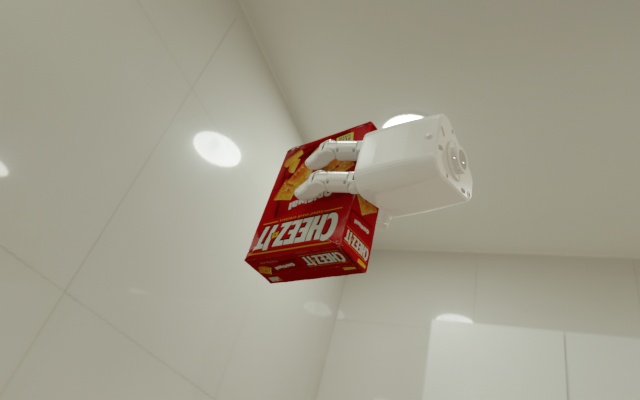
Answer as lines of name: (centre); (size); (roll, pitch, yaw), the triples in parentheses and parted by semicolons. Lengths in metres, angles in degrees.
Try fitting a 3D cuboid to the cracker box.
cracker box: (0.000, 0.002, 0.674); (0.164, 0.213, 0.072); (-14, -46, 36)
